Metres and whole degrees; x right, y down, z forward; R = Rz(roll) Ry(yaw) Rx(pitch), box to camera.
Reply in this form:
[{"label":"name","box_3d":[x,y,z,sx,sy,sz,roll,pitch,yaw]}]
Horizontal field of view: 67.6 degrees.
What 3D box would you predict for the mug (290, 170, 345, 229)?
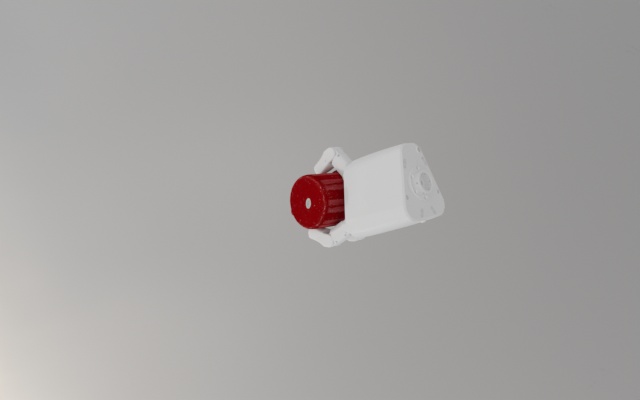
[{"label":"mug","box_3d":[-0.001,0.003,0.735,0.081,0.093,0.117,-7,-9,-44]}]
